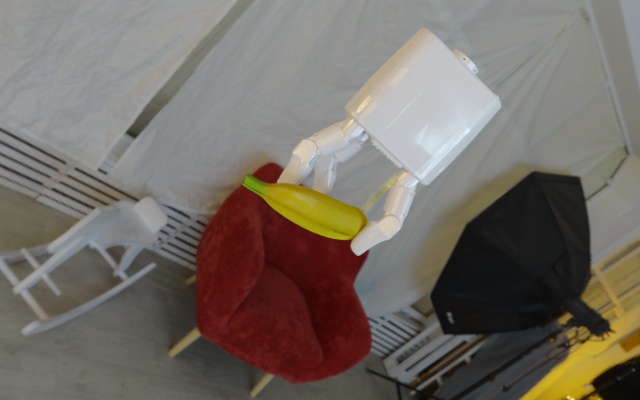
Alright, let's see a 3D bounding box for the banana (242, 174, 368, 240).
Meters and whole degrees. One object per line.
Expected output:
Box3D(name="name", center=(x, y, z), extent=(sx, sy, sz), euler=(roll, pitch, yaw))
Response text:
Box3D(name="banana", center=(0.009, 0.012, 0.493), extent=(0.069, 0.037, 0.198), euler=(46, 13, 34))
